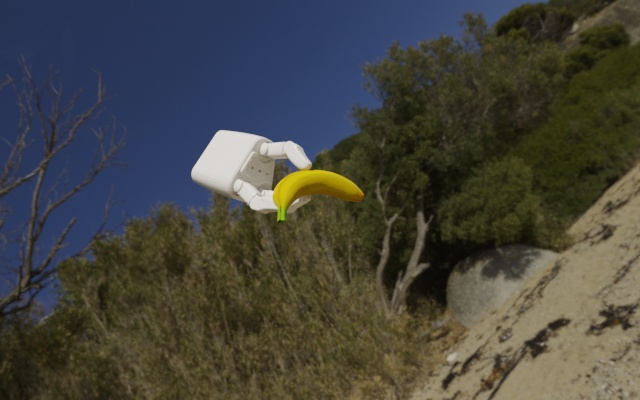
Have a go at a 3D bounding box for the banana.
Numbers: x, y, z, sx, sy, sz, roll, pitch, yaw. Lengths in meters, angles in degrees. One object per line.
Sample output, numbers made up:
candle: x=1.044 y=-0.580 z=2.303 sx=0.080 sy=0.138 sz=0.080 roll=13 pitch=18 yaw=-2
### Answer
banana: x=-0.008 y=-0.015 z=0.732 sx=0.037 sy=0.069 sz=0.198 roll=-19 pitch=-3 yaw=44
